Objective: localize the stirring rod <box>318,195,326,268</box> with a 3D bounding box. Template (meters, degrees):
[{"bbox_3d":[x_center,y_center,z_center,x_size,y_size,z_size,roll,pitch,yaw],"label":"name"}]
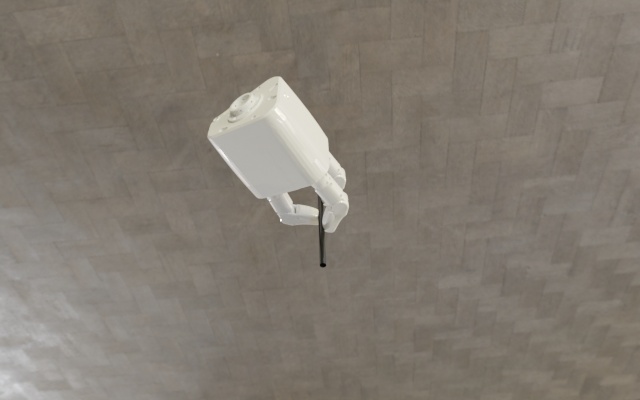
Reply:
[{"bbox_3d":[0.000,0.002,0.669,0.011,0.011,0.239,0,39,-2],"label":"stirring rod"}]
